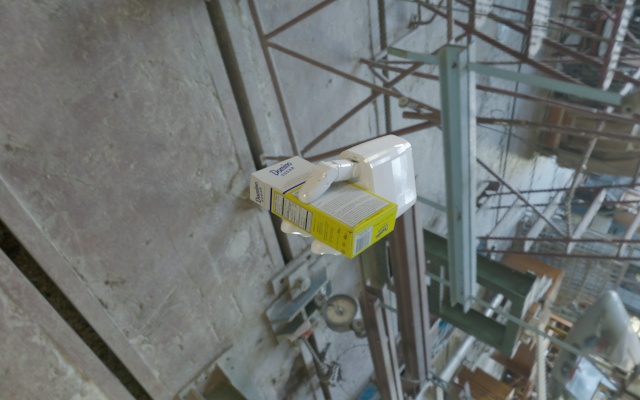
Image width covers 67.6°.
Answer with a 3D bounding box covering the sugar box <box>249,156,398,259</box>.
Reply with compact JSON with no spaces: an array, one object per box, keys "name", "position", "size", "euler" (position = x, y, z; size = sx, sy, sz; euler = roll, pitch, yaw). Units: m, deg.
[{"name":"sugar box","position":[0.000,0.002,0.618],"size":[0.176,0.048,0.093],"euler":[27,37,34]}]
